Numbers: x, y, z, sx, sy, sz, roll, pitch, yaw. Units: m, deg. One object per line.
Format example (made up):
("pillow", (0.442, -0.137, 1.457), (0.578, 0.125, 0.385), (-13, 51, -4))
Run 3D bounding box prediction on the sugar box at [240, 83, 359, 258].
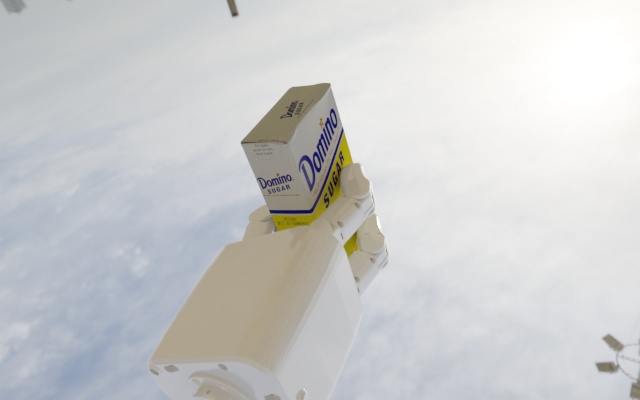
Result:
("sugar box", (0.001, 0.002, 0.405), (0.048, 0.176, 0.093), (2, 39, 25))
